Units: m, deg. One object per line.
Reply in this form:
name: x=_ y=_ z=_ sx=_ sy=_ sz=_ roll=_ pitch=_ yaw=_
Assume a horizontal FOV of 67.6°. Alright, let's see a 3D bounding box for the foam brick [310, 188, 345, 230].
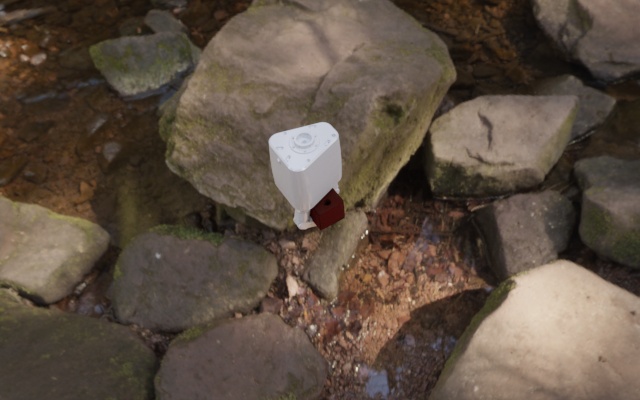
foam brick: x=0.000 y=0.003 z=0.848 sx=0.053 sy=0.078 sz=0.051 roll=-30 pitch=-32 yaw=-17
